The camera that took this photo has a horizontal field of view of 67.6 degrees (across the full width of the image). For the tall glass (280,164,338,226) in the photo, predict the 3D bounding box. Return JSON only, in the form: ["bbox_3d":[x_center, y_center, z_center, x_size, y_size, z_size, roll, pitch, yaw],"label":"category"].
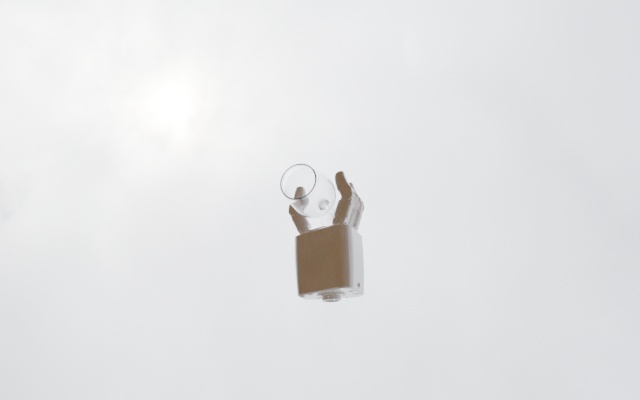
[{"bbox_3d":[0.000,0.003,0.835,0.079,0.079,0.201,0,-20,22],"label":"tall glass"}]
